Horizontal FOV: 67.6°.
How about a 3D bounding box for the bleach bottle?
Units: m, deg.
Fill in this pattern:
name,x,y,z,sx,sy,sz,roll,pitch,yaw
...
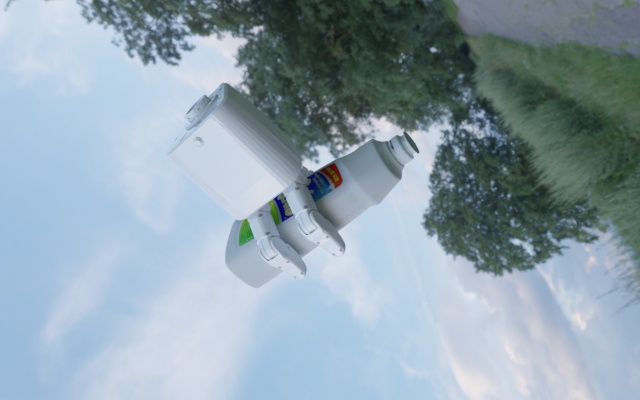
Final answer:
name,x,y,z,sx,sy,sz,roll,pitch,yaw
bleach bottle,0.000,0.002,0.545,0.251,0.068,0.102,-35,27,24
